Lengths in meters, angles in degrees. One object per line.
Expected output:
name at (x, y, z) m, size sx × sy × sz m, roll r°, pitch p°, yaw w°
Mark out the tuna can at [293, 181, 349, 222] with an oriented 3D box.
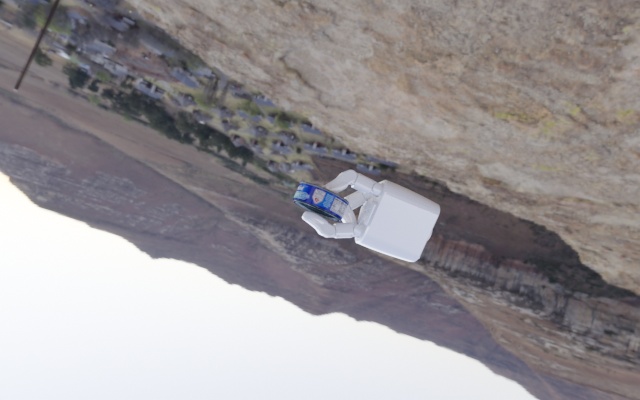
tuna can at (0.000, 0.003, 0.761) m, size 0.086 × 0.033 × 0.086 m, roll 23°, pitch -8°, yaw 3°
